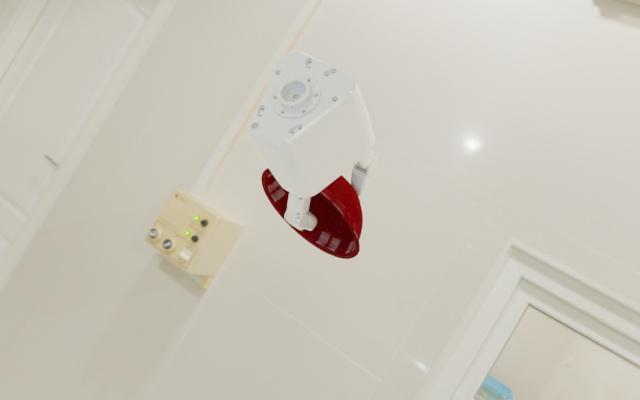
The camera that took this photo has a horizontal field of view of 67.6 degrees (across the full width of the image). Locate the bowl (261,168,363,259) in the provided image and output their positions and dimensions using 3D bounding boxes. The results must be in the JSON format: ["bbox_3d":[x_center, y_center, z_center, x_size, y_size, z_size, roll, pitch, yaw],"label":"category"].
[{"bbox_3d":[0.000,0.002,0.627,0.055,0.162,0.162,-47,24,-24],"label":"bowl"}]
